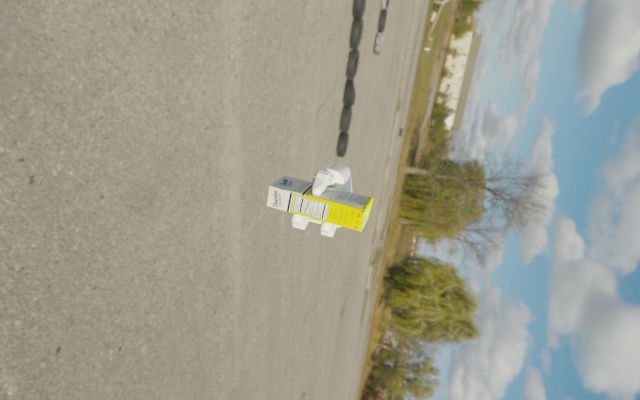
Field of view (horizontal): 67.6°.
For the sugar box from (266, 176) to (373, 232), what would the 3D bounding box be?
[{"bbox_3d":[0.000,0.003,0.861,0.176,0.048,0.093,13,17,11],"label":"sugar box"}]
